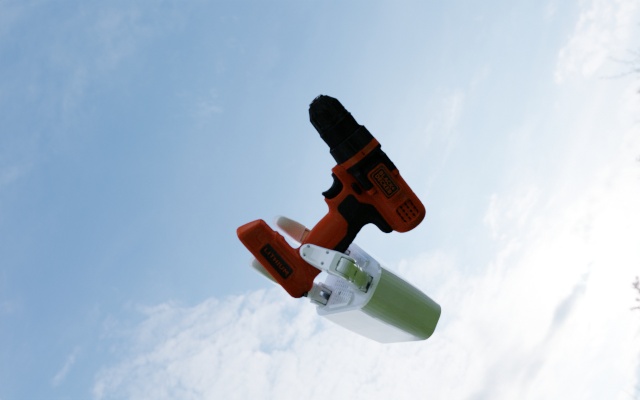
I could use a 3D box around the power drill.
[{"bbox_3d":[0.000,0.002,0.534,0.187,0.184,0.057,-40,6,-1],"label":"power drill"}]
